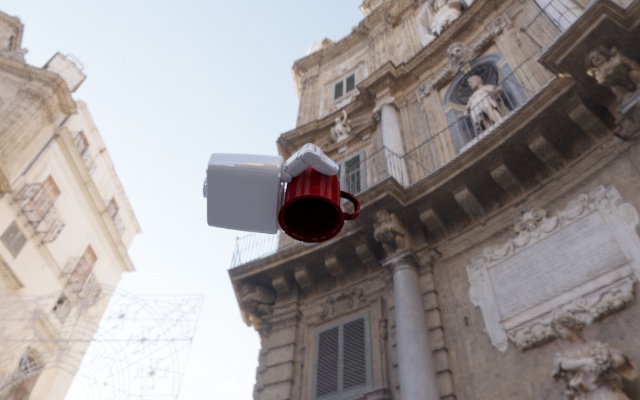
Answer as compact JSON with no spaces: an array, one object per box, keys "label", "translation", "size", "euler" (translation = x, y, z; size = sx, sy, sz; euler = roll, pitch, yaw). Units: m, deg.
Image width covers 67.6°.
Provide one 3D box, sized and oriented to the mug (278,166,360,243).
[{"label":"mug","translation":[0.002,0.002,0.697],"size":[0.117,0.093,0.081],"euler":[5,41,-2]}]
